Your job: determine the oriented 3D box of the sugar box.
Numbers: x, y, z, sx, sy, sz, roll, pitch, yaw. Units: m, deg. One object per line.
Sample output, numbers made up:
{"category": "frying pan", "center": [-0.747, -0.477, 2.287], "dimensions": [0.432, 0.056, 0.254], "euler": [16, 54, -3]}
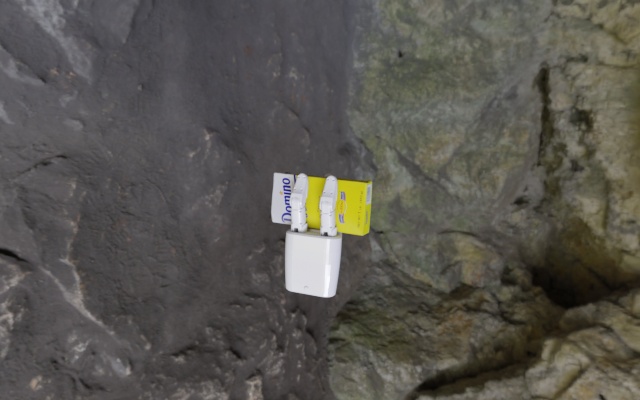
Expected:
{"category": "sugar box", "center": [0.000, 0.003, 0.843], "dimensions": [0.176, 0.093, 0.048], "euler": [6, 8, 20]}
